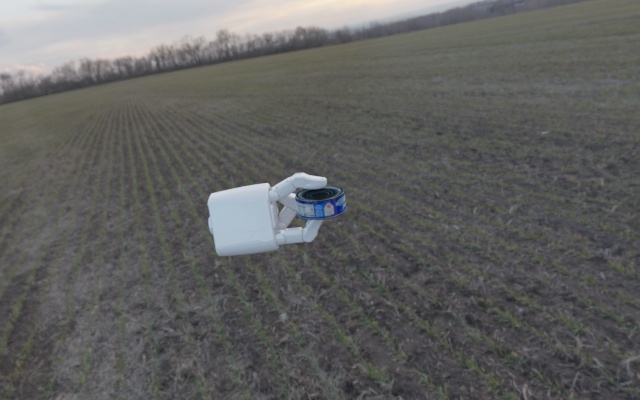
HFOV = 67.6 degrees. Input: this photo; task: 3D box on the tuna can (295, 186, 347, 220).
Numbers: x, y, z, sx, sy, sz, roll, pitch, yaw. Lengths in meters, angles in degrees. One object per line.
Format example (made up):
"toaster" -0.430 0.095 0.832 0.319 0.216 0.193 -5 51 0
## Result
"tuna can" 0.000 0.002 0.808 0.086 0.034 0.086 -6 19 2
